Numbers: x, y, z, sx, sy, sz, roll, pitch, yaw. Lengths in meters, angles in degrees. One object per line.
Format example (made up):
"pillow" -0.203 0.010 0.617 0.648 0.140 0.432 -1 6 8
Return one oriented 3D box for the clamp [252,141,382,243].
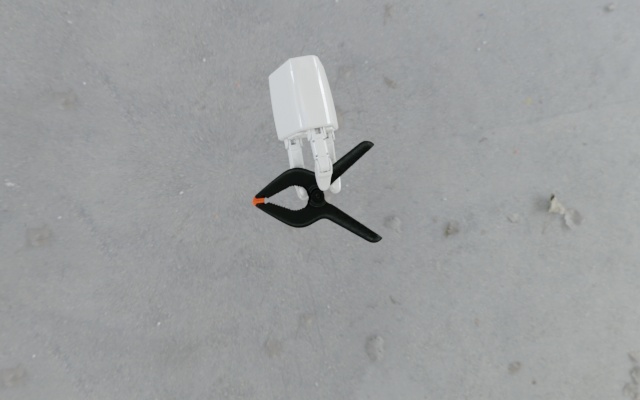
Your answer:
"clamp" 0.000 0.002 0.756 0.210 0.164 0.036 -12 -1 -10
